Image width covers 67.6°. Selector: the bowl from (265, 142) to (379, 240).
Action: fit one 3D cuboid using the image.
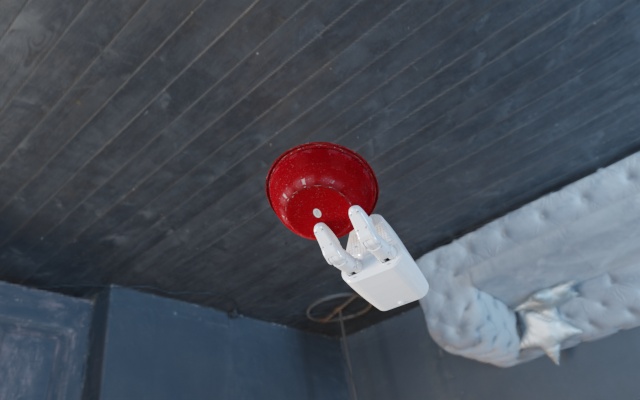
[{"bbox_3d":[-0.001,0.002,0.660,0.162,0.162,0.055,0,35,5],"label":"bowl"}]
